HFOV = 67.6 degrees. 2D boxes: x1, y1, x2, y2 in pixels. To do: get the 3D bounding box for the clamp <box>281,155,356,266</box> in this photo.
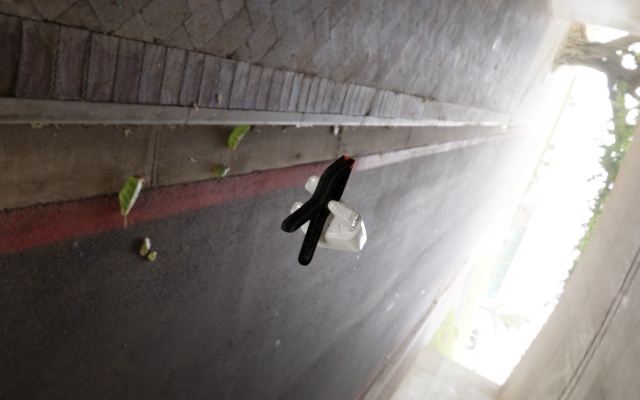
[{"bbox_3d":[0.001,0.003,0.835,0.036,0.210,0.165,24,-14,19],"label":"clamp"}]
